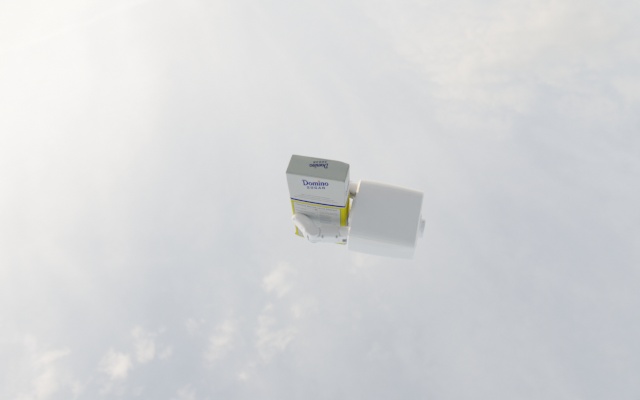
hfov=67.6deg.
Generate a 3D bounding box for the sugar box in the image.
[{"bbox_3d":[0.000,0.002,0.776,0.093,0.048,0.176,10,-38,10],"label":"sugar box"}]
